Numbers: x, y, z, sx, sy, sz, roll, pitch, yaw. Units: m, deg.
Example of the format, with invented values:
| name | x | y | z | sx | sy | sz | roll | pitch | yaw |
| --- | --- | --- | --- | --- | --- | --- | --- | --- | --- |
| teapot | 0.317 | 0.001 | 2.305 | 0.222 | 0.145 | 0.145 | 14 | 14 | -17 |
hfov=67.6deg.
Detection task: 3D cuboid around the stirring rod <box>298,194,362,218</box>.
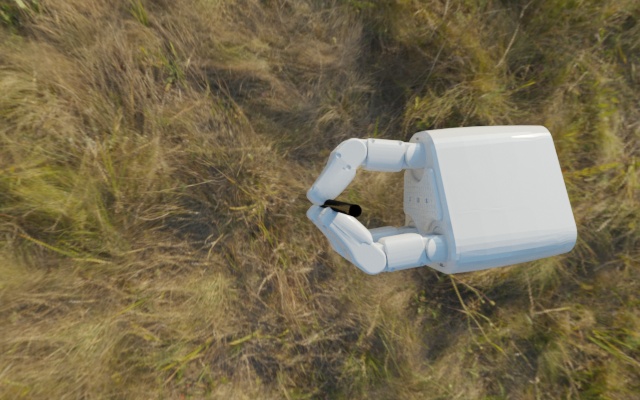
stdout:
| name | x | y | z | sx | sy | sz | roll | pitch | yaw |
| --- | --- | --- | --- | --- | --- | --- | --- | --- | --- |
| stirring rod | 0.000 | 0.001 | 0.403 | 0.011 | 0.011 | 0.239 | 0 | 2 | -10 |
